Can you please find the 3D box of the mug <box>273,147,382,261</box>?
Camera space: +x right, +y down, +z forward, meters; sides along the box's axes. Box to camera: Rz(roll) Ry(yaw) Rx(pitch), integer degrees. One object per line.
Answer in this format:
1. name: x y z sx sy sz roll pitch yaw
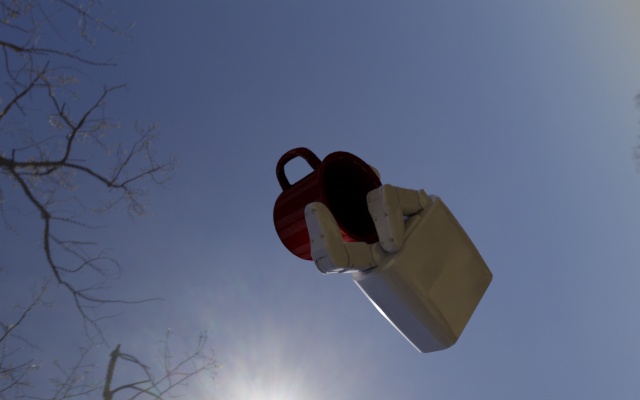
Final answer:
1. mug: -0.001 0.001 0.466 0.081 0.117 0.093 -29 15 41
